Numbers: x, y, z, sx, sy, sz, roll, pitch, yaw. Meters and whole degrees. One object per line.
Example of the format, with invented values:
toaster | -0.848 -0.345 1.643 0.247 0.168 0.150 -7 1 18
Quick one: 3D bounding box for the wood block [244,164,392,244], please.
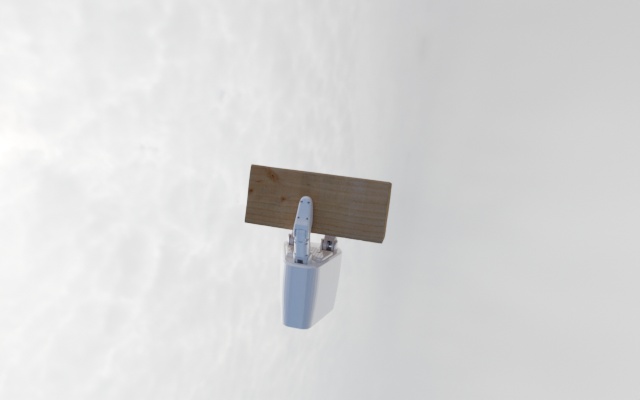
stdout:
wood block | 0.000 0.003 0.728 0.206 0.090 0.091 8 3 10
